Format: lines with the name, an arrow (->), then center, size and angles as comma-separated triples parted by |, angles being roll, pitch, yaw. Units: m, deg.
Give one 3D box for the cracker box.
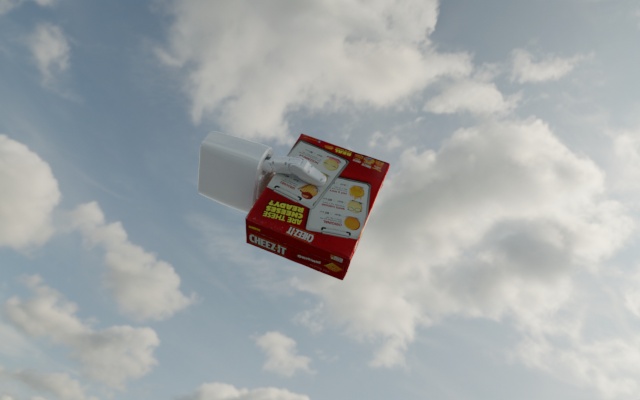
cracker box -> 0.000, 0.002, 0.762 | 0.164, 0.213, 0.072 | 20, -40, 9
